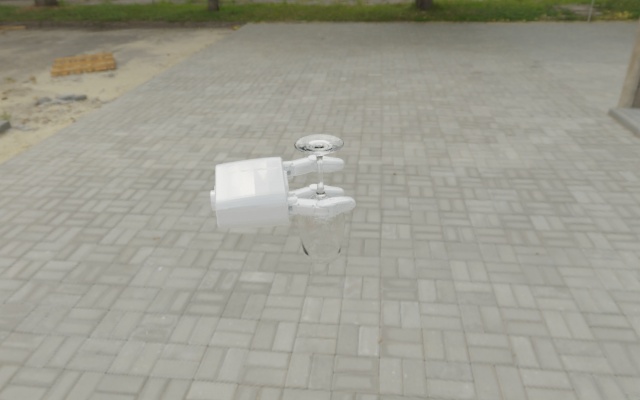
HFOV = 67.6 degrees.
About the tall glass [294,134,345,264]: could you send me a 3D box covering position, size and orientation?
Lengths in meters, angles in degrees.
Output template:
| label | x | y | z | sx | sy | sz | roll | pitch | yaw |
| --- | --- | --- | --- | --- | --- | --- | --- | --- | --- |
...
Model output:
| label | x | y | z | sx | sy | sz | roll | pitch | yaw |
| --- | --- | --- | --- | --- | --- | --- | --- | --- | --- |
| tall glass | 0.000 | 0.002 | 0.757 | 0.079 | 0.201 | 0.079 | -2 | 29 | 1 |
